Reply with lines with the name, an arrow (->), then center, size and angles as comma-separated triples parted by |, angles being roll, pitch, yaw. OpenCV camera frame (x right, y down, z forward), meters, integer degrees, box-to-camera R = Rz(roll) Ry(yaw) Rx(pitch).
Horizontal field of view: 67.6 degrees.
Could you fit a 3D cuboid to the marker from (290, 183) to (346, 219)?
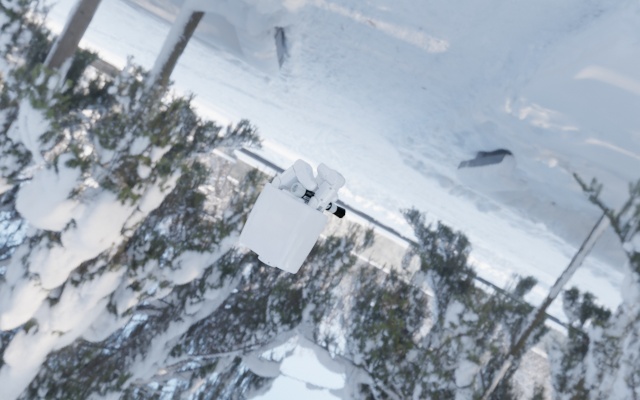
marker -> 0.000, 0.002, 0.765 | 0.020, 0.020, 0.121 | 0, -21, 44
